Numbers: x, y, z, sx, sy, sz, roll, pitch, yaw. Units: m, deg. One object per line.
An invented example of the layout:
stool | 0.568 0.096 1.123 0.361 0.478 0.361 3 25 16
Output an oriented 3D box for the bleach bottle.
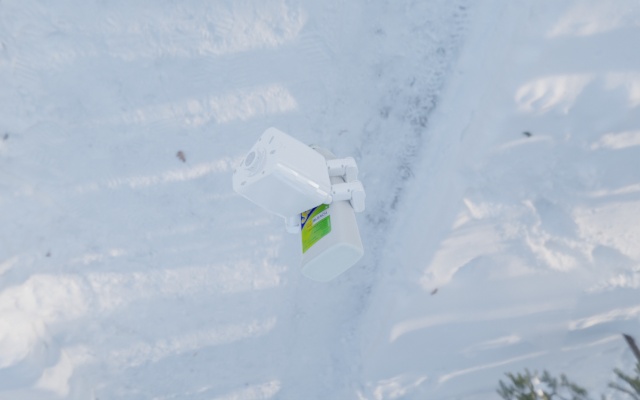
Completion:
bleach bottle | 0.000 0.003 0.796 0.068 0.250 0.102 29 -55 -36
